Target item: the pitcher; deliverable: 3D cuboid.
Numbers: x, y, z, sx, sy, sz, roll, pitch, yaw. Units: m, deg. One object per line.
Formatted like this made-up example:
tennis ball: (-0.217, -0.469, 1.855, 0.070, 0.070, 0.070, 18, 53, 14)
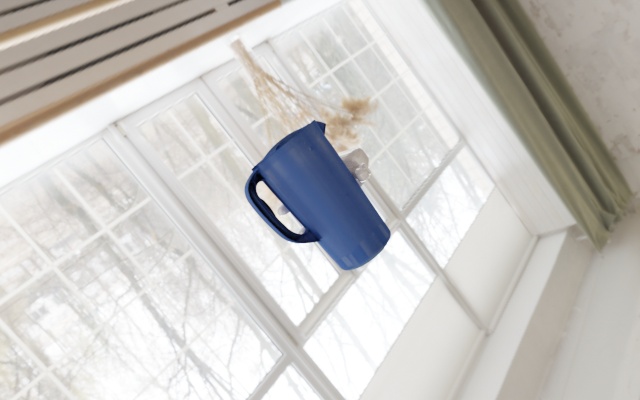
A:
pitcher: (0.000, 0.003, 0.797, 0.149, 0.243, 0.145, -35, 10, 21)
